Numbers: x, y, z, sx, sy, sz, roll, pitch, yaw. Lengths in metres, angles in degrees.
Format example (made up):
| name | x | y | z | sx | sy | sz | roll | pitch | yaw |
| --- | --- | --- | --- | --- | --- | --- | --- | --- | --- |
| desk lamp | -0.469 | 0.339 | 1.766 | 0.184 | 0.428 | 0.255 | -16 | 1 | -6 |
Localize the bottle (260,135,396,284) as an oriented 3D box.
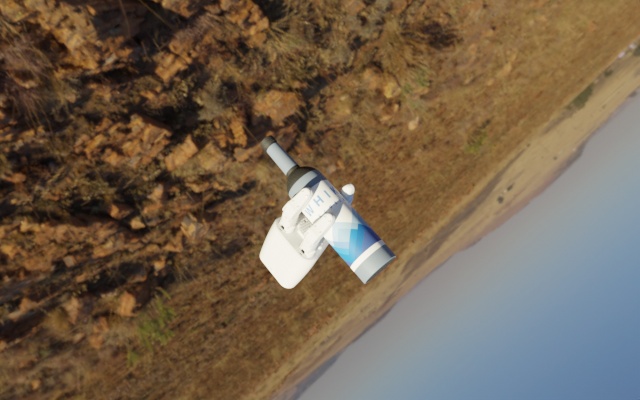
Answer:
| name | x | y | z | sx | sy | sz | roll | pitch | yaw |
| --- | --- | --- | --- | --- | --- | --- | --- | --- | --- |
| bottle | 0.000 | 0.003 | 0.787 | 0.069 | 0.295 | 0.069 | -38 | -16 | -13 |
